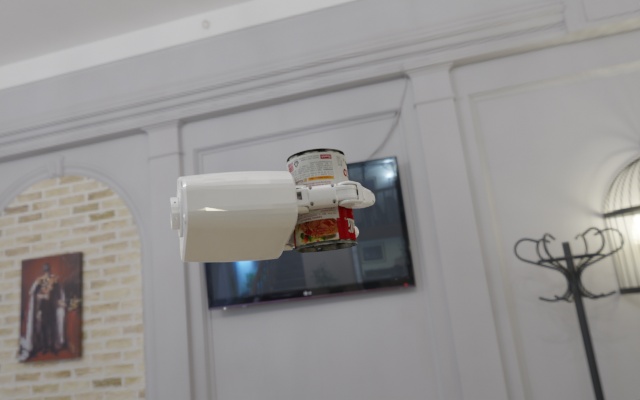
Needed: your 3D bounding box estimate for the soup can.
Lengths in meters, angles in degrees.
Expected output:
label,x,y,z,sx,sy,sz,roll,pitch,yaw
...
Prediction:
label,x,y,z,sx,sy,sz,roll,pitch,yaw
soup can,0.001,0.001,0.521,0.068,0.102,0.068,-6,-12,-1
